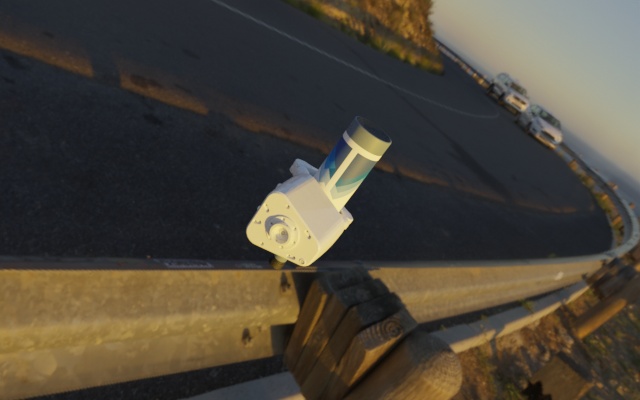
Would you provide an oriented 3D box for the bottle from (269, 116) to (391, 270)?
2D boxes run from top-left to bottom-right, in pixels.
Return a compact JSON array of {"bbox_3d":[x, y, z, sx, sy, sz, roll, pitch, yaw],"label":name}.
[{"bbox_3d":[0.000,0.002,0.772,0.069,0.296,0.069,29,25,-15],"label":"bottle"}]
